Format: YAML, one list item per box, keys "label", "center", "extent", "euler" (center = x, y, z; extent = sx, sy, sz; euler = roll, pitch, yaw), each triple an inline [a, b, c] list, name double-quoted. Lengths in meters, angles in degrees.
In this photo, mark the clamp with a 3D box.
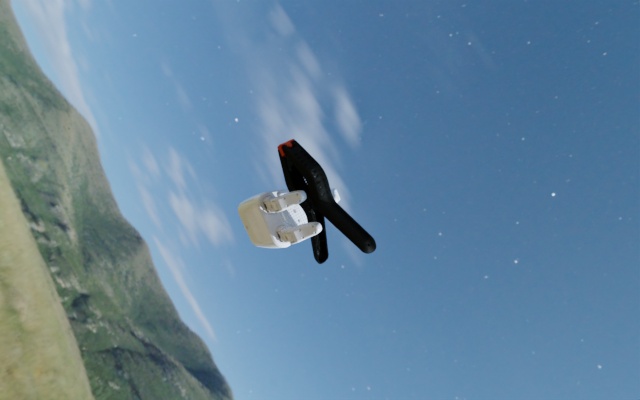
- label: "clamp"
  center: [0.000, 0.002, 0.730]
  extent: [0.036, 0.210, 0.164]
  euler: [-29, 9, -31]
